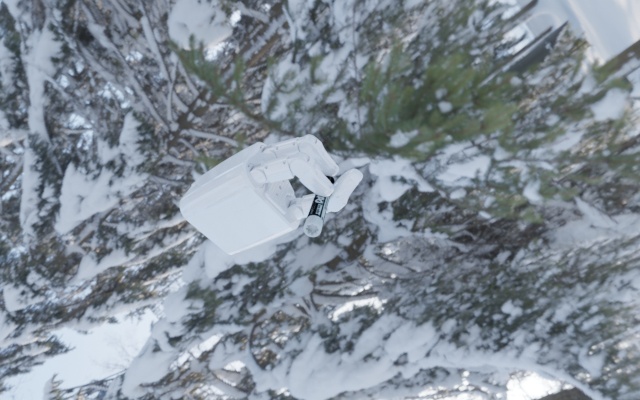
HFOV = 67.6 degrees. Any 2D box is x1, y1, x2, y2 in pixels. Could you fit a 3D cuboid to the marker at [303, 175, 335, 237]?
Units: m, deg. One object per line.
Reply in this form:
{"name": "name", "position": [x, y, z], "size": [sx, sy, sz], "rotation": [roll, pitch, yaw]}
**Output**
{"name": "marker", "position": [0.000, 0.002, 0.550], "size": [0.020, 0.020, 0.121], "rotation": [0, 29, 10]}
